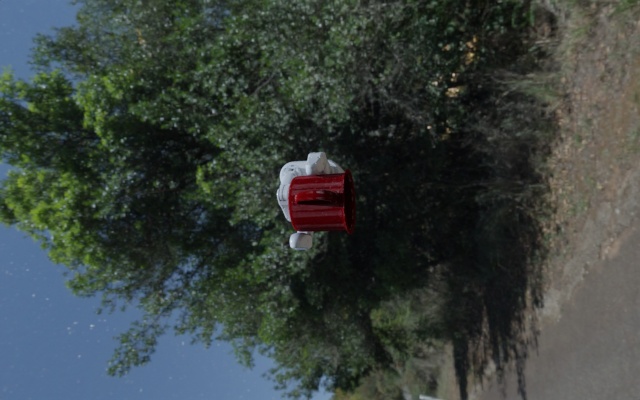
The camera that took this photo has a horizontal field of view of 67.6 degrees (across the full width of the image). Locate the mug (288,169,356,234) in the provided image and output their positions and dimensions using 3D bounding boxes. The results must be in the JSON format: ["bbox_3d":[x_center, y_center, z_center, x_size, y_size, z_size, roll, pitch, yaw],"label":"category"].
[{"bbox_3d":[0.000,0.002,0.672,0.081,0.093,0.117,-3,-6,13],"label":"mug"}]
